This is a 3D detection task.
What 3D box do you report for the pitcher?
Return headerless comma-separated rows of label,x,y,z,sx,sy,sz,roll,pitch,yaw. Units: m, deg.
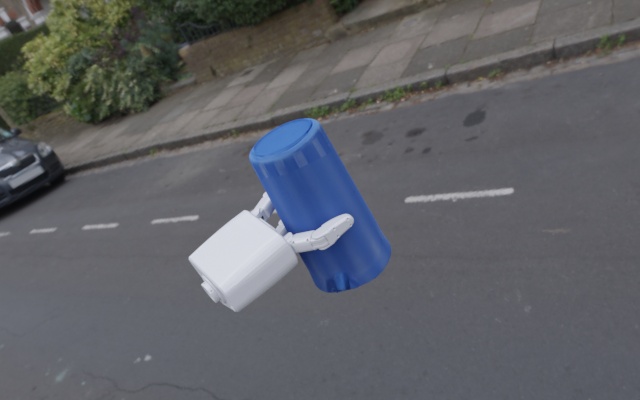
pitcher,0.000,0.002,0.703,0.145,0.243,0.149,-39,30,-20
